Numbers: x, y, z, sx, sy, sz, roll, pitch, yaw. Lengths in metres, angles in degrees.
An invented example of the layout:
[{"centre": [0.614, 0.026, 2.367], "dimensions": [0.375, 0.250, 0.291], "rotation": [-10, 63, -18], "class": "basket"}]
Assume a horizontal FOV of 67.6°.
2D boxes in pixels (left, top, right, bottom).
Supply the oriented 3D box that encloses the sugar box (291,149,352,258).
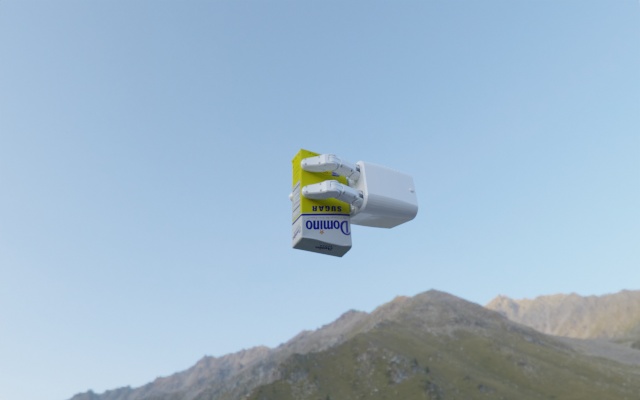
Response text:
[{"centre": [0.000, 0.002, 0.803], "dimensions": [0.093, 0.176, 0.048], "rotation": [13, -38, -24], "class": "sugar box"}]
